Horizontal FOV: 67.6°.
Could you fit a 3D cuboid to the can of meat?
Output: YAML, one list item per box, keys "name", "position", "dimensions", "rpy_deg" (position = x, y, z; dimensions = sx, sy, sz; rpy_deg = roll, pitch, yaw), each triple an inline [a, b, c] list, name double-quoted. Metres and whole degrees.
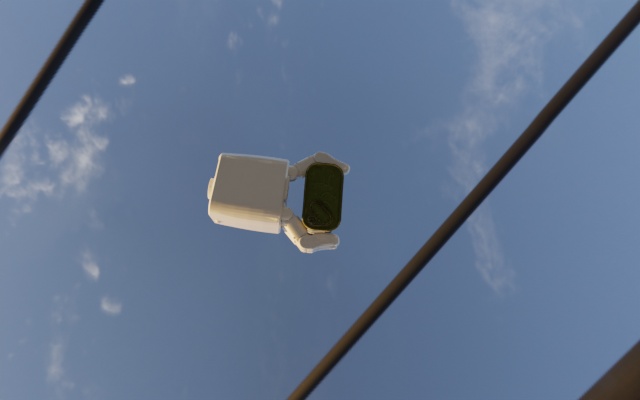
- name: "can of meat"
  position: [0.000, 0.002, 0.734]
  dimensions: [0.057, 0.102, 0.084]
  rpy_deg: [5, -12, -4]
